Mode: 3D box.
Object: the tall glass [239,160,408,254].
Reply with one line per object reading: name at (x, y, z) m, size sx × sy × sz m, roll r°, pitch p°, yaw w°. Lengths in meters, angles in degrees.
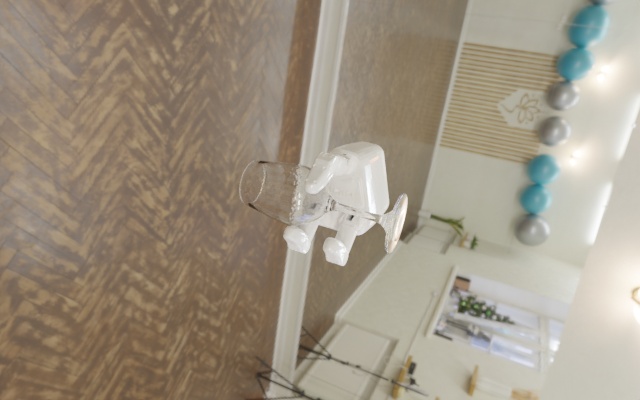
tall glass at (0.001, 0.002, 0.591) m, size 0.201 × 0.079 × 0.079 m, roll 16°, pitch 6°, yaw 21°
